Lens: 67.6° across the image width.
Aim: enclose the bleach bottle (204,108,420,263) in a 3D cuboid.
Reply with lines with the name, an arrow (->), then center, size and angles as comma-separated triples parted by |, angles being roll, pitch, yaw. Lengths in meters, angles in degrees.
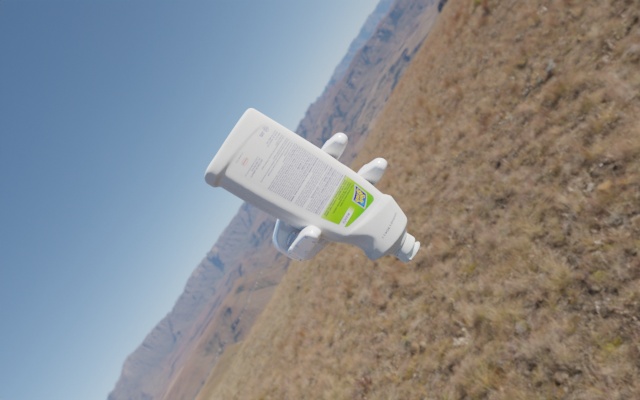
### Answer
bleach bottle -> 0.000, 0.002, 0.553 | 0.251, 0.102, 0.068 | 33, -10, -6
